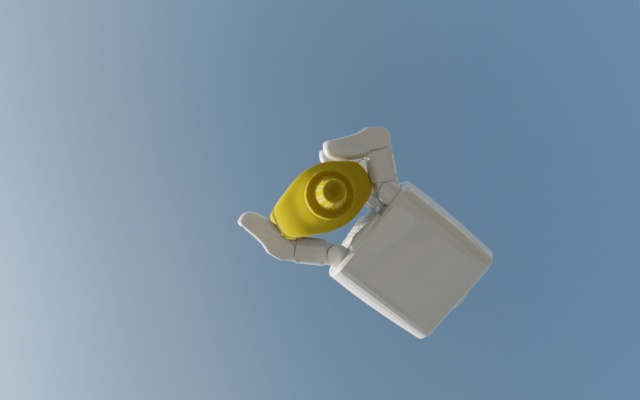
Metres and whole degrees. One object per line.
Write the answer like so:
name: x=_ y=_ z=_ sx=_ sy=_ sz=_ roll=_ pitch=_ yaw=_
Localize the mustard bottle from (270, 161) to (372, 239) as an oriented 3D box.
mustard bottle: x=0.000 y=0.001 z=0.457 sx=0.096 sy=0.058 sz=0.191 roll=-28 pitch=-1 yaw=-8
